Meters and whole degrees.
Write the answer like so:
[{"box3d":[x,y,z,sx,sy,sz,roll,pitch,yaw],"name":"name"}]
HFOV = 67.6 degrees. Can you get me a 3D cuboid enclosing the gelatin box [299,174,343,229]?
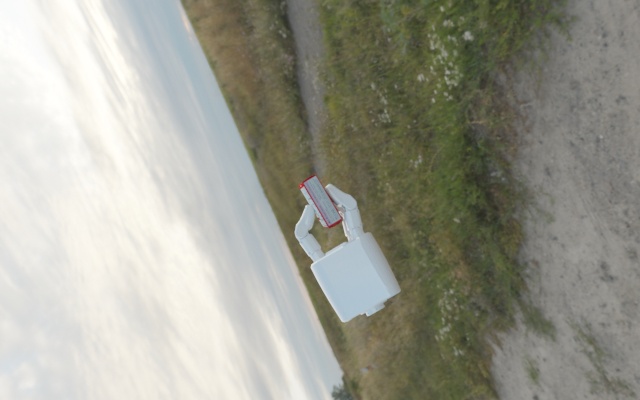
[{"box3d":[0.000,0.003,0.794,0.030,0.089,0.073,-32,1,-6],"name":"gelatin box"}]
